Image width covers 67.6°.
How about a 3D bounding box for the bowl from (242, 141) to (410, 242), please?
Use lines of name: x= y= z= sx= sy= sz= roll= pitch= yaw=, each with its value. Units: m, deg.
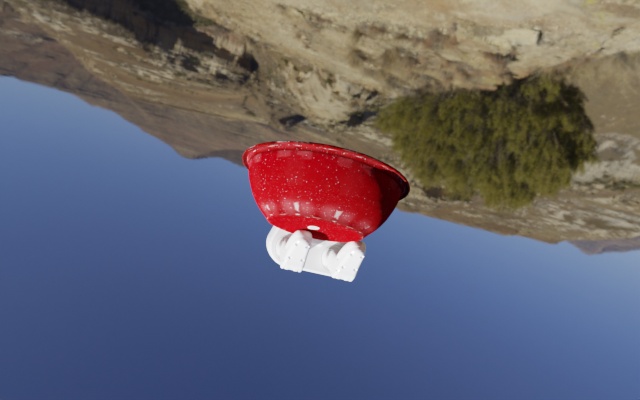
bowl: x=0.000 y=0.002 z=0.449 sx=0.162 sy=0.055 sz=0.162 roll=11 pitch=-16 yaw=3
